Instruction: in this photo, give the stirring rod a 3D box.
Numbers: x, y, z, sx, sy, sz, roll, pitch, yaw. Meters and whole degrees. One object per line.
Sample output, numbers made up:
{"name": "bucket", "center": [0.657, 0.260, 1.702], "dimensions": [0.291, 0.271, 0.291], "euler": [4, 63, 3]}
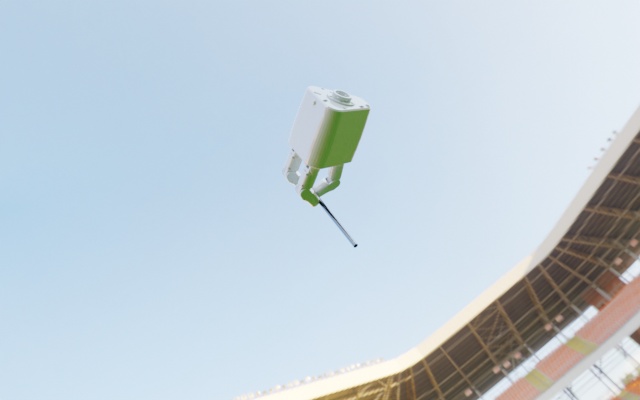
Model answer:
{"name": "stirring rod", "center": [0.000, 0.003, 0.847], "dimensions": [0.011, 0.011, 0.239], "euler": [0, 36, -36]}
